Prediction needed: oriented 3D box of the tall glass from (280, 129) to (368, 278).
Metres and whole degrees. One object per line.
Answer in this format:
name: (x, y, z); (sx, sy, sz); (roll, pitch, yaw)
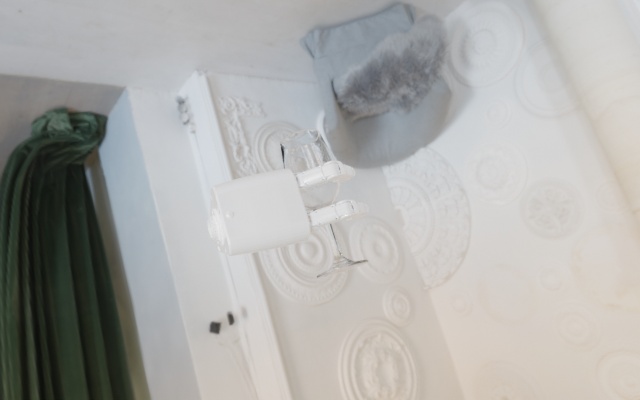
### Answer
tall glass: (0.000, 0.003, 0.672); (0.079, 0.201, 0.079); (-17, -13, -4)
